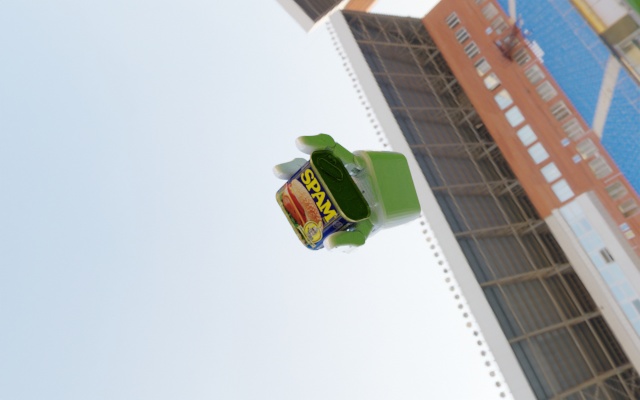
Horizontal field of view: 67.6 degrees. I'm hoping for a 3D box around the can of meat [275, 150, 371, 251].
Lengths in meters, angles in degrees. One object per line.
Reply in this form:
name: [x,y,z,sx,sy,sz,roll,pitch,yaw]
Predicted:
can of meat: [0.000,0.002,0.602,0.057,0.102,0.084,-13,-22,-51]
